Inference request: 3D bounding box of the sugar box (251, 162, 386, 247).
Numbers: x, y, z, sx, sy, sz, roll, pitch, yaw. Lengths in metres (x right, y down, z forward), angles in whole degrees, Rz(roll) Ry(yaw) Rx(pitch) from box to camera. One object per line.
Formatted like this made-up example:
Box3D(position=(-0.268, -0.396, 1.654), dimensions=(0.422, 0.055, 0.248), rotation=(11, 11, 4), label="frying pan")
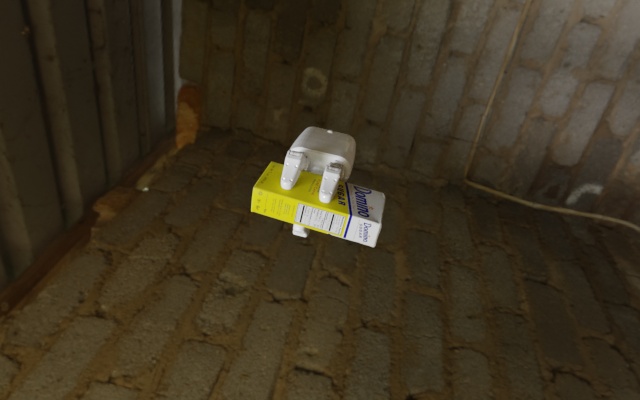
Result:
Box3D(position=(0.000, 0.002, 0.667), dimensions=(0.176, 0.048, 0.093), rotation=(13, 30, 4), label="sugar box")
